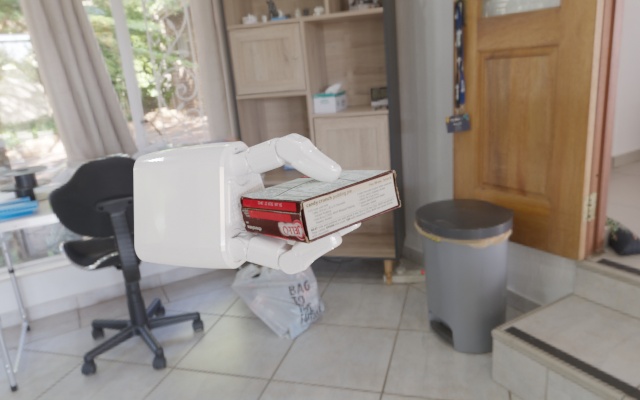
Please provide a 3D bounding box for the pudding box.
[{"bbox_3d":[0.000,0.001,0.422,0.113,0.039,0.090,-21,17,-37],"label":"pudding box"}]
